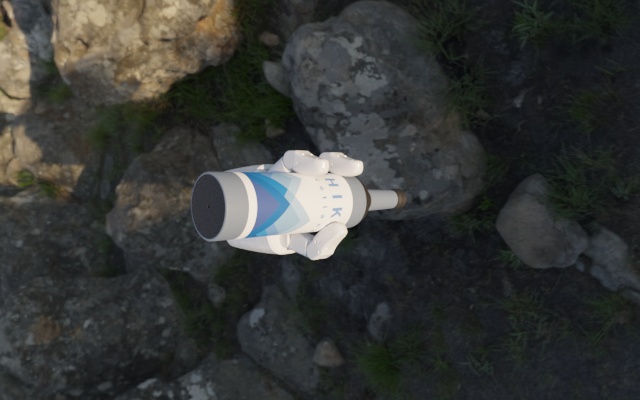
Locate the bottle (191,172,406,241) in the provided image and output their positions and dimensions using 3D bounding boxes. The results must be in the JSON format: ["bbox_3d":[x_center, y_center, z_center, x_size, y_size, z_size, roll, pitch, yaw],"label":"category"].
[{"bbox_3d":[0.000,0.002,0.552,0.296,0.069,0.069,-2,1,-43],"label":"bottle"}]
